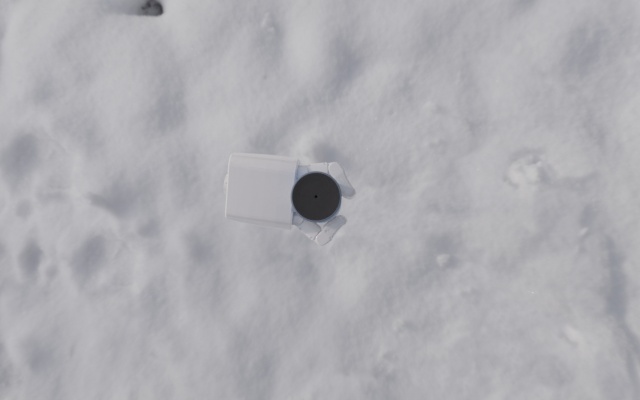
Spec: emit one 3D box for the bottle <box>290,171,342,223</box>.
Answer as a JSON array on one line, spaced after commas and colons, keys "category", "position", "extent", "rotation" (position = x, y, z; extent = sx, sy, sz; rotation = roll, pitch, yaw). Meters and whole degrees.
[{"category": "bottle", "position": [0.000, 0.003, 0.760], "extent": [0.069, 0.069, 0.296], "rotation": [0, -3, 2]}]
